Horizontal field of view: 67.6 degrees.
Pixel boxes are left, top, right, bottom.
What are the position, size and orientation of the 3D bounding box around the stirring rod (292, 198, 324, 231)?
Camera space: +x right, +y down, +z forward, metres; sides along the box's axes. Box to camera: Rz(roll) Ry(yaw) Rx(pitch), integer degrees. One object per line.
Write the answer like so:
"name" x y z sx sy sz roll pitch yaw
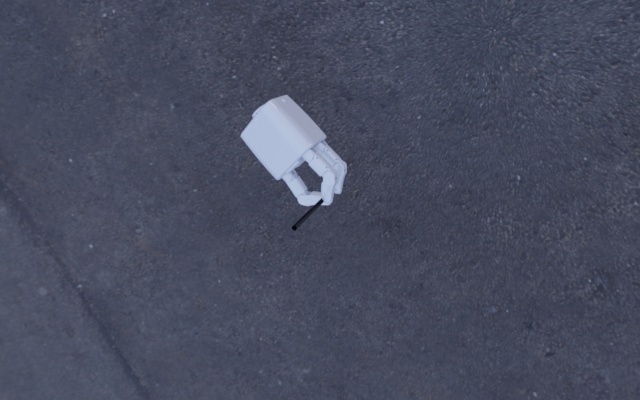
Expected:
"stirring rod" 0.000 0.003 0.813 0.011 0.011 0.239 0 19 20
